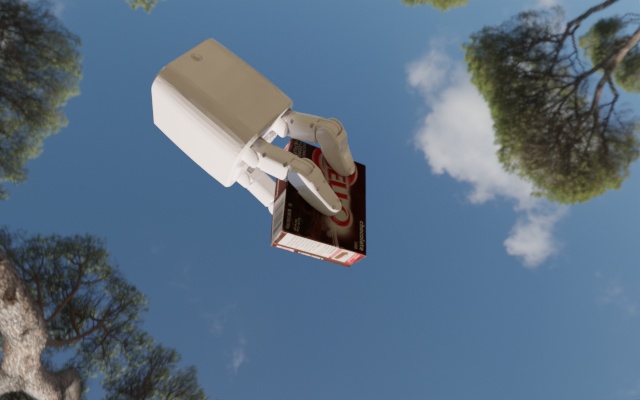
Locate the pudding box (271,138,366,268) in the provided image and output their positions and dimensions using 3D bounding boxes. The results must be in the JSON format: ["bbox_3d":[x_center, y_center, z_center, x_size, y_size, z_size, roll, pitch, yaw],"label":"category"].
[{"bbox_3d":[0.000,0.002,0.479,0.090,0.113,0.039,18,-34,-21],"label":"pudding box"}]
